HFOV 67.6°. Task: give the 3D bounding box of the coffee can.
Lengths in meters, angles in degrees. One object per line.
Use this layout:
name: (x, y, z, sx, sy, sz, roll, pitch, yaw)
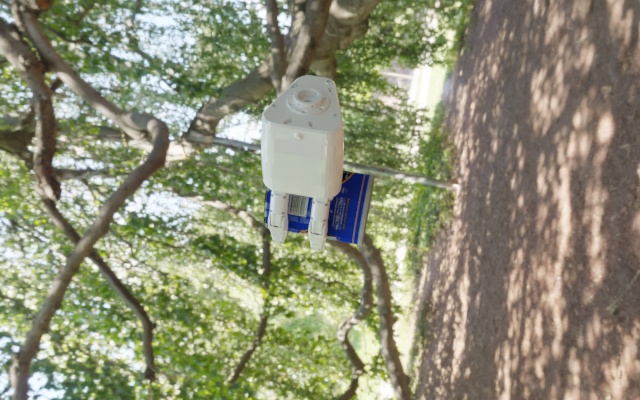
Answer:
coffee can: (0.000, 0.002, 0.684, 0.140, 0.103, 0.103, 10, 1, 7)
